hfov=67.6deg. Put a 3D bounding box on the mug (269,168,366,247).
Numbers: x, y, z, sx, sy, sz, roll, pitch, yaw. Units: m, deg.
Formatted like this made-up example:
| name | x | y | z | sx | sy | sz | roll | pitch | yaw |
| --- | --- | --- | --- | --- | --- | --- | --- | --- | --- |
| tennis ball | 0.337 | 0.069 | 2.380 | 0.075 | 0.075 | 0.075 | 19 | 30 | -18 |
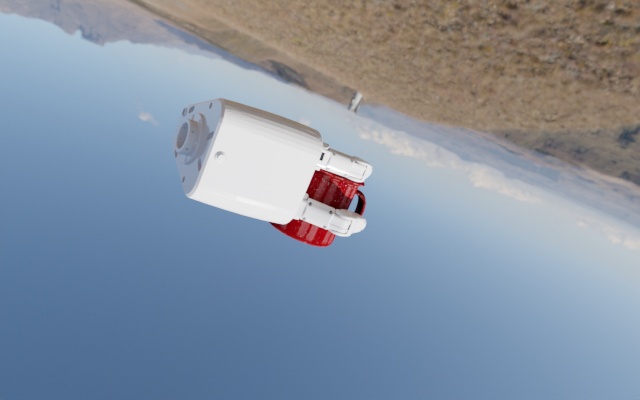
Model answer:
| name | x | y | z | sx | sy | sz | roll | pitch | yaw |
| --- | --- | --- | --- | --- | --- | --- | --- | --- | --- |
| mug | 0.001 | 0.002 | 0.541 | 0.117 | 0.081 | 0.093 | 17 | 12 | -35 |
